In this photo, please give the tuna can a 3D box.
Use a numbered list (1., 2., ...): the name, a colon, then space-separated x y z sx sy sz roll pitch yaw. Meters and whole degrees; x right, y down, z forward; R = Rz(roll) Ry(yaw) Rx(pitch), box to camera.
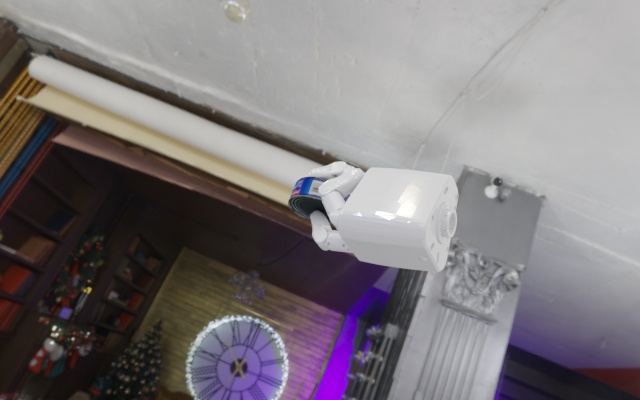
1. tuna can: 0.000 0.002 0.668 0.086 0.033 0.086 16 -24 7
